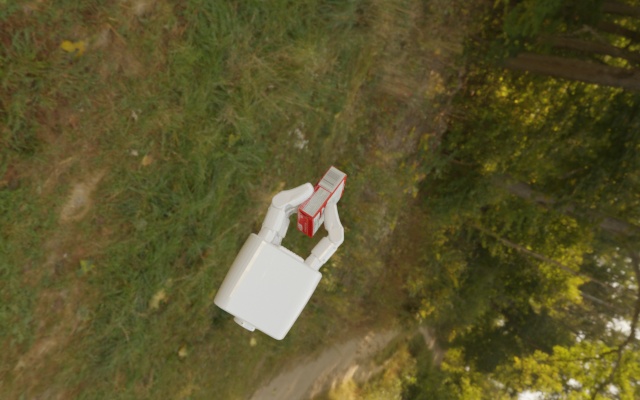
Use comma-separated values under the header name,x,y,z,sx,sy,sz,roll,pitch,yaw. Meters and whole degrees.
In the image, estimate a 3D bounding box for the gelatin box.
name,x,y,z,sx,sy,sz,roll,pitch,yaw
gelatin box,0.001,0.002,0.704,0.030,0.089,0.073,33,-21,11
